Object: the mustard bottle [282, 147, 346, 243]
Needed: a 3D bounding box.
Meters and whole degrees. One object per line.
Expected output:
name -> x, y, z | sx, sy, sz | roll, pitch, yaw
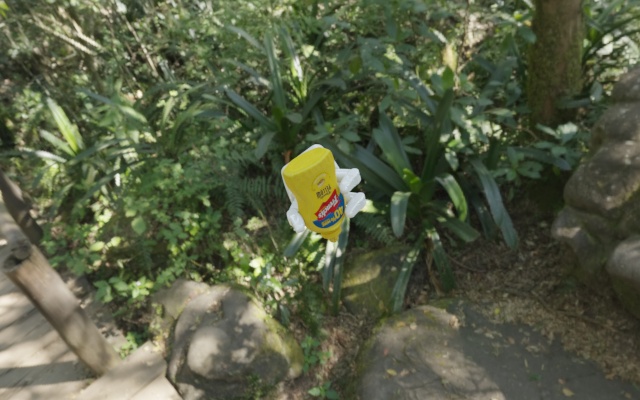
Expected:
mustard bottle -> 0.000, 0.003, 0.892 | 0.096, 0.192, 0.058 | -37, 38, -24
